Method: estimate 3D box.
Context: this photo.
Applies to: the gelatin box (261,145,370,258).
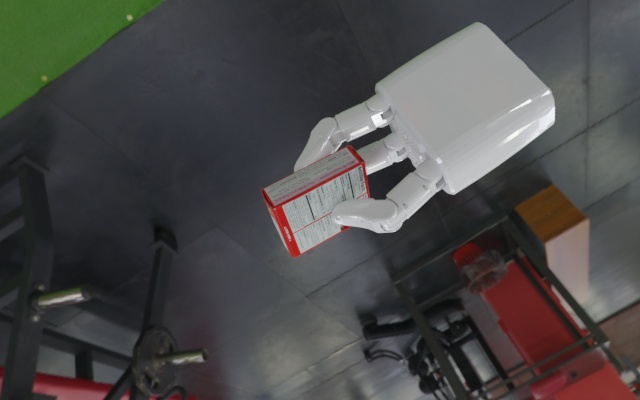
[{"bbox_3d":[0.000,0.002,0.423,0.089,0.073,0.030,-29,50,-11],"label":"gelatin box"}]
